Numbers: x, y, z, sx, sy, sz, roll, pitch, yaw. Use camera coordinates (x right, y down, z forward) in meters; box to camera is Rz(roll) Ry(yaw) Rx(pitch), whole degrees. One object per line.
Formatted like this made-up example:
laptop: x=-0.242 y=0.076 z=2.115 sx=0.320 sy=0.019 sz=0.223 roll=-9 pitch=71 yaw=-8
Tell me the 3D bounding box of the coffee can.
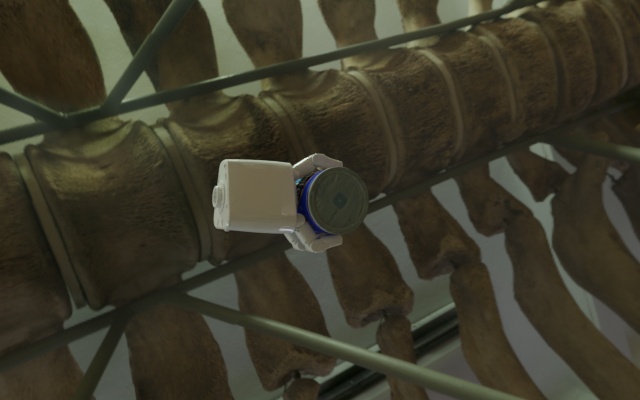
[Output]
coffee can: x=0.000 y=0.003 z=0.783 sx=0.103 sy=0.103 sz=0.140 roll=0 pitch=-2 yaw=-25
